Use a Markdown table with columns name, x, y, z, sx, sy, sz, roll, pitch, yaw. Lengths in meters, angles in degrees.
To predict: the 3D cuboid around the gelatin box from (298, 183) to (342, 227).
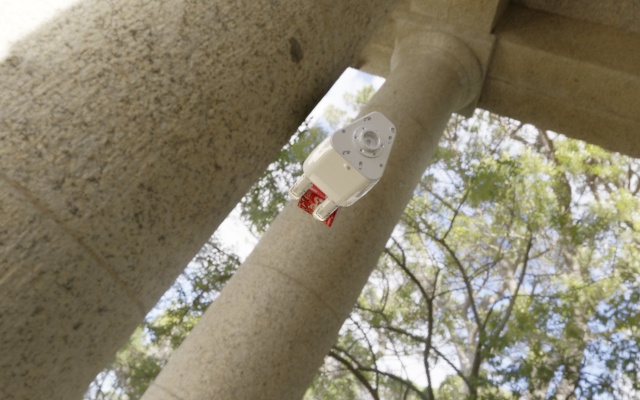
| name | x | y | z | sx | sy | sz | roll | pitch | yaw |
| --- | --- | --- | --- | --- | --- | --- | --- | --- | --- |
| gelatin box | 0.000 | 0.003 | 0.838 | 0.073 | 0.030 | 0.089 | 33 | -25 | 6 |
